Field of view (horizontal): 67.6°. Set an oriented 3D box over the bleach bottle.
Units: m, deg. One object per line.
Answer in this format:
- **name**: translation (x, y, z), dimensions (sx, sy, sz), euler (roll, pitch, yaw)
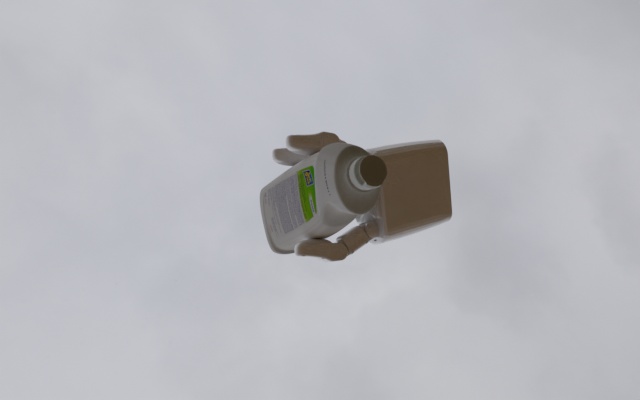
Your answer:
- **bleach bottle**: translation (0.000, 0.002, 0.535), dimensions (0.068, 0.102, 0.251), euler (-12, -4, -25)
